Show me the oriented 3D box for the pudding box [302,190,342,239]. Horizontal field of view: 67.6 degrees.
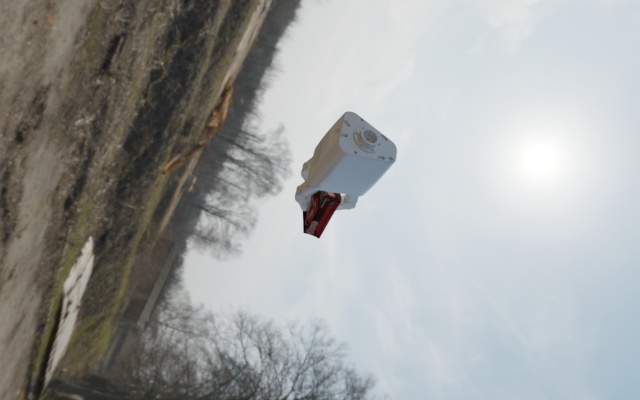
[{"bbox_3d":[0.000,0.003,0.888,0.039,0.090,0.113,24,25,-14],"label":"pudding box"}]
